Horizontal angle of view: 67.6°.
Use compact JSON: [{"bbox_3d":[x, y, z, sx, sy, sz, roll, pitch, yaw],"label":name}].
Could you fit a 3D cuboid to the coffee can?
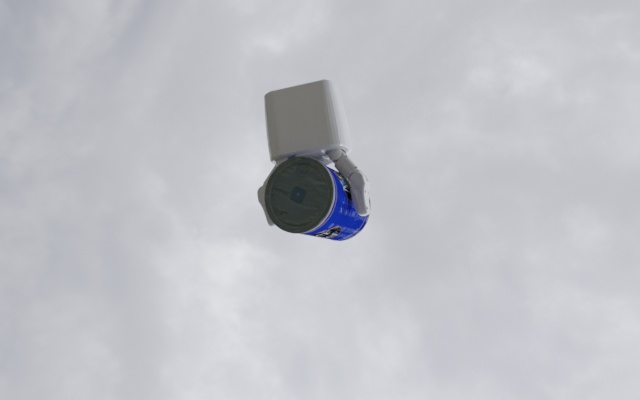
[{"bbox_3d":[0.000,0.002,0.684,0.103,0.103,0.140,0,-9,26],"label":"coffee can"}]
